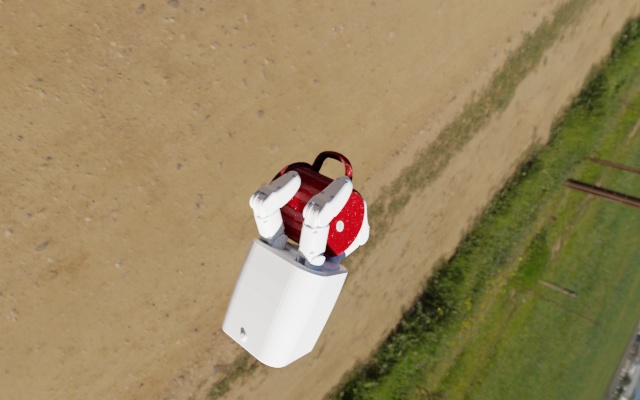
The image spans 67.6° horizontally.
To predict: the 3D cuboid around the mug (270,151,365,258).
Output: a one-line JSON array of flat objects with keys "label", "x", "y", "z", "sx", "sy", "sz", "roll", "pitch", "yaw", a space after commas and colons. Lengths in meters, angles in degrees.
[{"label": "mug", "x": 0.001, "y": 0.001, "z": 0.534, "sx": 0.081, "sy": 0.117, "sz": 0.093, "roll": 26, "pitch": 3, "yaw": 37}]
